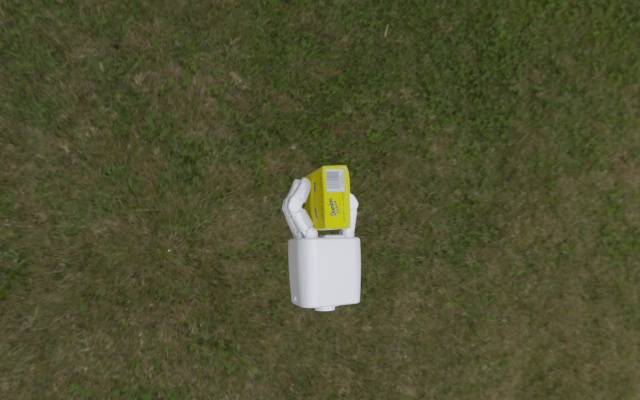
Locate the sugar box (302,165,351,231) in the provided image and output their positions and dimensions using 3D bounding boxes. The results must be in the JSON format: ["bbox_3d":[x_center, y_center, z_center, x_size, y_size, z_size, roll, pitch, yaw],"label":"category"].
[{"bbox_3d":[0.000,0.003,0.769,0.048,0.093,0.176,0,-6,-18],"label":"sugar box"}]
